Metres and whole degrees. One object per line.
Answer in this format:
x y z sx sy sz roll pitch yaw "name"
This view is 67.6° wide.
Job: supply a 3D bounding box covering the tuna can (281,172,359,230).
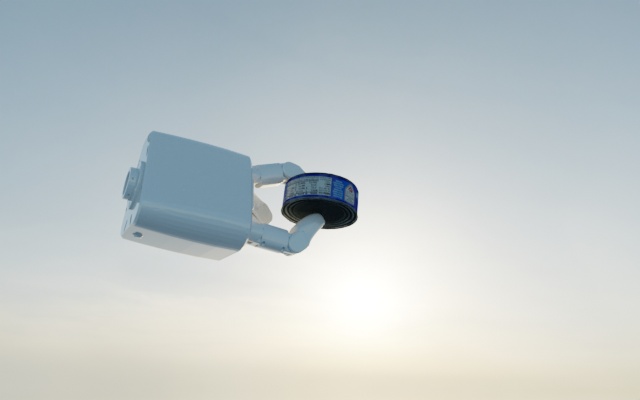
0.000 0.001 0.534 0.086 0.033 0.086 5 -24 2 "tuna can"
